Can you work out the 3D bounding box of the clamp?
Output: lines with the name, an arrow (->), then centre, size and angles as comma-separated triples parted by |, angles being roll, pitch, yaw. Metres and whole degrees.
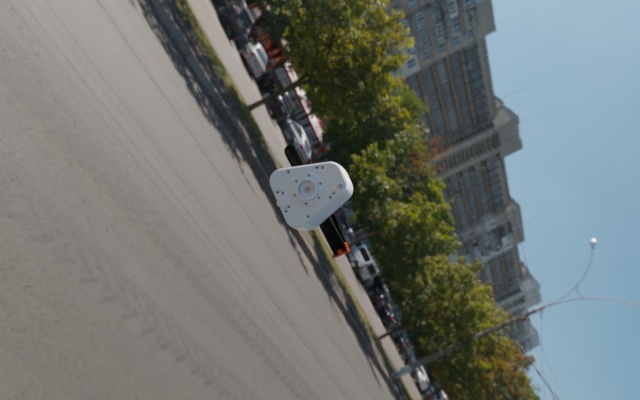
clamp -> 0.001, 0.003, 0.884 | 0.036, 0.210, 0.164 | -26, -6, 8
